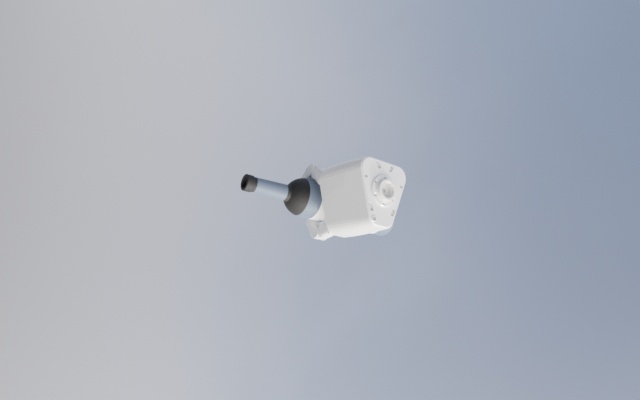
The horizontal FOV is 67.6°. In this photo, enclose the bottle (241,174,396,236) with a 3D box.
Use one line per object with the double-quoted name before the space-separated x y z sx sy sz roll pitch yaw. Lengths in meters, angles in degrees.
"bottle" 0.000 0.003 0.830 0.296 0.069 0.069 15 -8 -32
